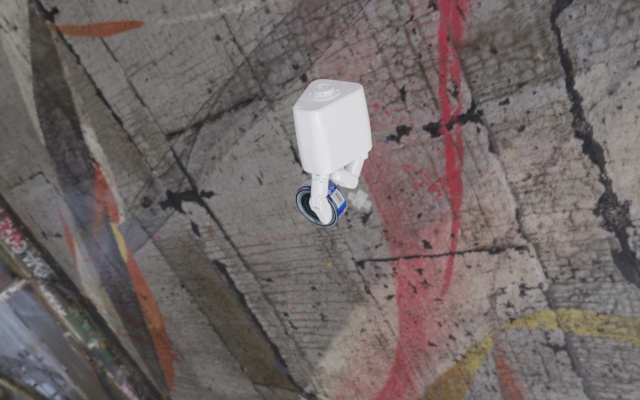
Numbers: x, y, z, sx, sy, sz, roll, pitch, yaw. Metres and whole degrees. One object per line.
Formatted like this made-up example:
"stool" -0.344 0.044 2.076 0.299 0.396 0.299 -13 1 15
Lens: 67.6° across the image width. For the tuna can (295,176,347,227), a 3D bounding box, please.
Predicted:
"tuna can" 0.000 0.003 0.803 0.086 0.086 0.033 0 38 40
